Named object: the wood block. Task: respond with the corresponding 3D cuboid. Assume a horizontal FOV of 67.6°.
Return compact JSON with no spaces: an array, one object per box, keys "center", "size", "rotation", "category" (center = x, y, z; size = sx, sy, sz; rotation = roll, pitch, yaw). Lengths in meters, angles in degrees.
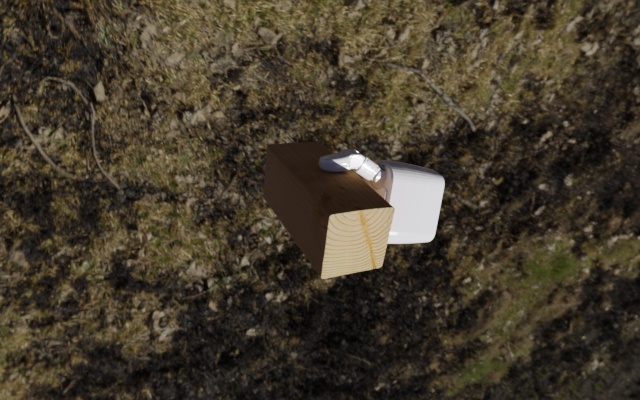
[{"center":[0.001,0.002,0.642],"size":[0.090,0.091,0.206],"rotation":[-6,31,-26],"category":"wood block"}]
